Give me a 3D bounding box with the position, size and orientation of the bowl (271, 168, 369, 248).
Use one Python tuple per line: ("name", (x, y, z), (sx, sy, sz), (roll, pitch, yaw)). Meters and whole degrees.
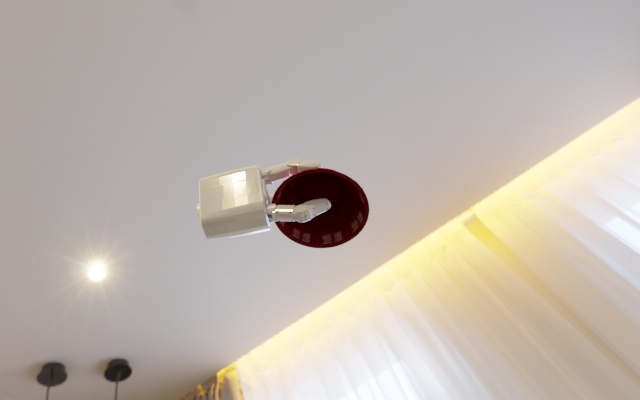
("bowl", (0.001, 0.003, 0.804), (0.162, 0.162, 0.055), (0, 35, 2))
